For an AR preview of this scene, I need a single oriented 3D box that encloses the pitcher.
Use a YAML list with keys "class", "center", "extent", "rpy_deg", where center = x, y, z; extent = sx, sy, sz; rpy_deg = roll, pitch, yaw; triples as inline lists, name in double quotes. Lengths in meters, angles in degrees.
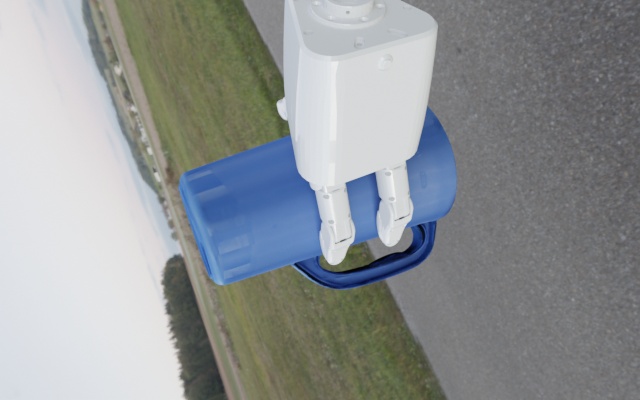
- class: "pitcher"
  center: [0.000, 0.001, 0.463]
  extent: [0.243, 0.149, 0.145]
  rpy_deg: [-19, -36, -17]
